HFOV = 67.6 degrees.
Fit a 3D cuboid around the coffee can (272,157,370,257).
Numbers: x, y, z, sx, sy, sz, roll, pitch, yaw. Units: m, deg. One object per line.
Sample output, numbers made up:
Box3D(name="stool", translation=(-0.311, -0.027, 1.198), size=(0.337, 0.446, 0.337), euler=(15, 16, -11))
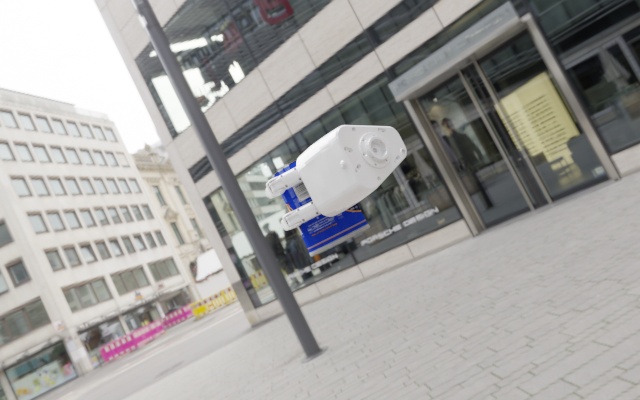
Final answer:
Box3D(name="coffee can", translation=(0.000, 0.003, 0.743), size=(0.103, 0.140, 0.103), euler=(-27, -4, -2))
